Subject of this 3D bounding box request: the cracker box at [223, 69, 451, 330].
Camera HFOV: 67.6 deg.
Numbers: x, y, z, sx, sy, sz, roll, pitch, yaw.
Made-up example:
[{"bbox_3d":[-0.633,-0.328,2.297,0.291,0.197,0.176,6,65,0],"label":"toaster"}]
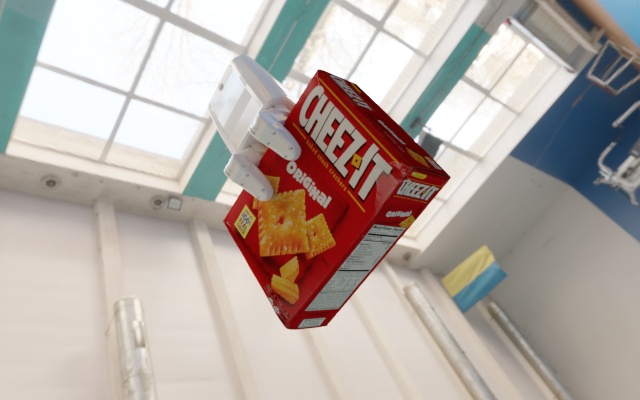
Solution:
[{"bbox_3d":[0.000,0.002,0.494,0.072,0.214,0.164,7,37,-46],"label":"cracker box"}]
